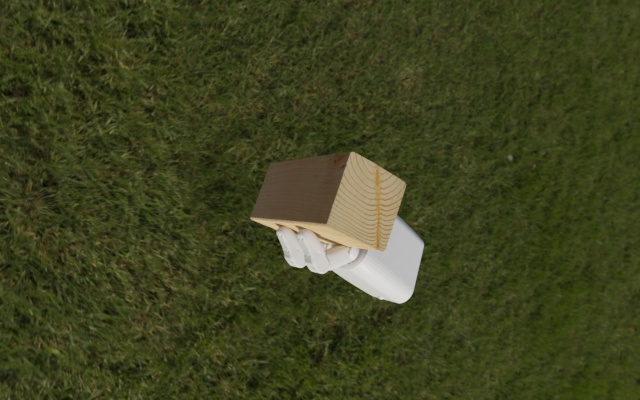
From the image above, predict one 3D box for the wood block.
[{"bbox_3d":[0.001,0.002,0.623,0.090,0.091,0.206,26,-13,-29],"label":"wood block"}]
